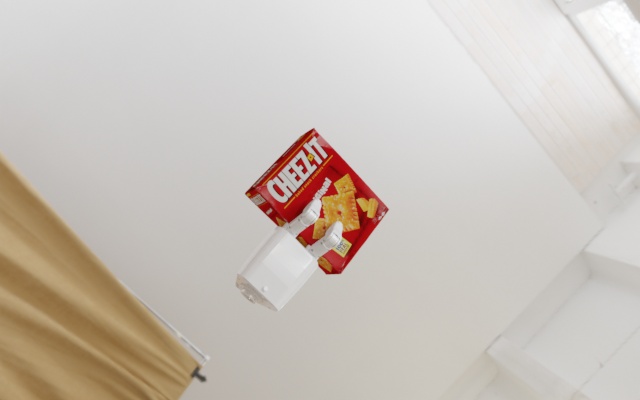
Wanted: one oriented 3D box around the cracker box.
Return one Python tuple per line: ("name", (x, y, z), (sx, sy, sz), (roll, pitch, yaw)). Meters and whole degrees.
("cracker box", (0.000, 0.003, 0.861), (0.164, 0.214, 0.072), (-49, 13, -23))
